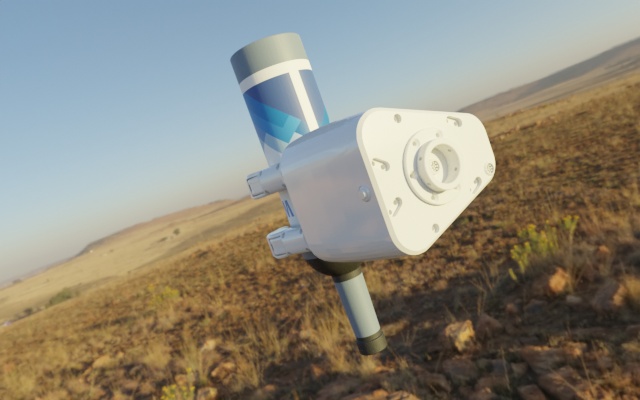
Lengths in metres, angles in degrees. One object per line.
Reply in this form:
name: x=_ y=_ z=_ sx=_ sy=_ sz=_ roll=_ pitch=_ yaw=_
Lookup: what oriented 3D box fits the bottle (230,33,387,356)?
bottle: x=0.000 y=0.001 z=0.439 sx=0.069 sy=0.296 sz=0.069 roll=-20 pitch=4 yaw=1
